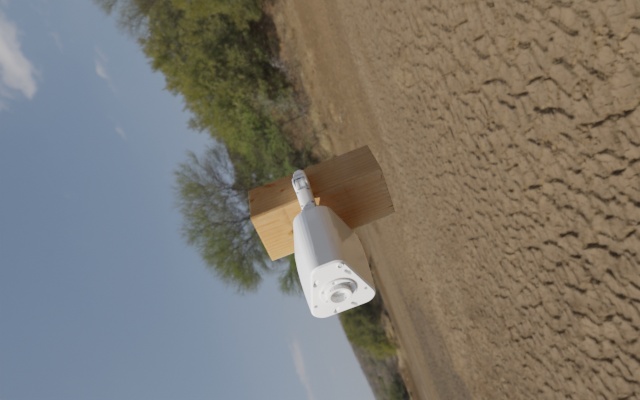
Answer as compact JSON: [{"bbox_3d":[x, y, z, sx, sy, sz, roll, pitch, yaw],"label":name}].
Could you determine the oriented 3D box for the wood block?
[{"bbox_3d":[0.000,0.002,0.755,0.206,0.091,0.090,-21,31,2],"label":"wood block"}]
